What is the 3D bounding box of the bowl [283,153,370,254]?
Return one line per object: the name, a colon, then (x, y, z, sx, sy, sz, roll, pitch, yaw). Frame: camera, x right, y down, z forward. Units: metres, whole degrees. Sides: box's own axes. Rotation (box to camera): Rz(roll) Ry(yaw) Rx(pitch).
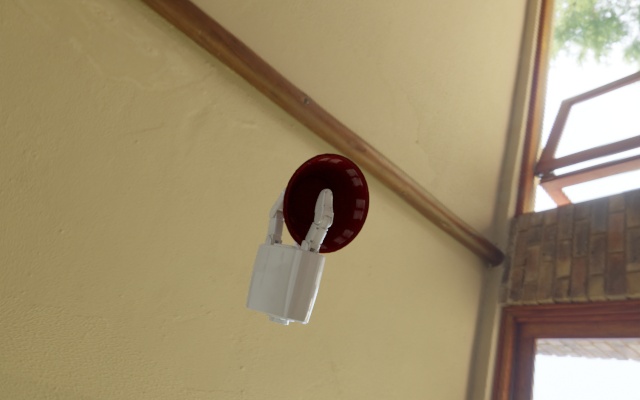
bowl: (0.001, 0.001, 0.782, 0.162, 0.162, 0.055, 0, 7, -31)
